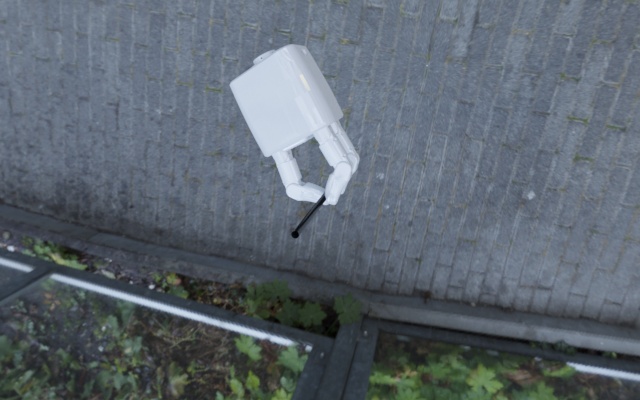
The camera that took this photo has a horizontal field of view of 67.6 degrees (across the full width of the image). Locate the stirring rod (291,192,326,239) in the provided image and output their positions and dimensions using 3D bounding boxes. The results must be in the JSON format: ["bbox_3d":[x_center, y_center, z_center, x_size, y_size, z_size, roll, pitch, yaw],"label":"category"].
[{"bbox_3d":[0.000,0.002,0.586,0.011,0.011,0.239,0,15,13],"label":"stirring rod"}]
